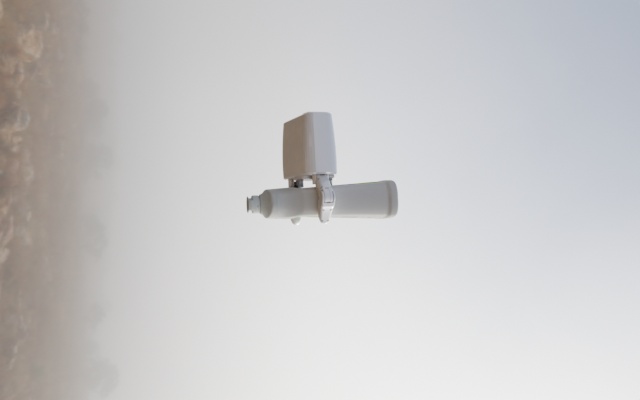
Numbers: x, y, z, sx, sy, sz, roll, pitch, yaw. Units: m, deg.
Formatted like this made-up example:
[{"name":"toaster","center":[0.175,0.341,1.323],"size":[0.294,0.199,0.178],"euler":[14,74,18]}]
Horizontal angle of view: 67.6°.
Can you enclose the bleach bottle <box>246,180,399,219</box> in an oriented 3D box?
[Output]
[{"name":"bleach bottle","center":[0.000,0.003,0.827],"size":[0.251,0.068,0.102],"euler":[-2,-3,-16]}]
